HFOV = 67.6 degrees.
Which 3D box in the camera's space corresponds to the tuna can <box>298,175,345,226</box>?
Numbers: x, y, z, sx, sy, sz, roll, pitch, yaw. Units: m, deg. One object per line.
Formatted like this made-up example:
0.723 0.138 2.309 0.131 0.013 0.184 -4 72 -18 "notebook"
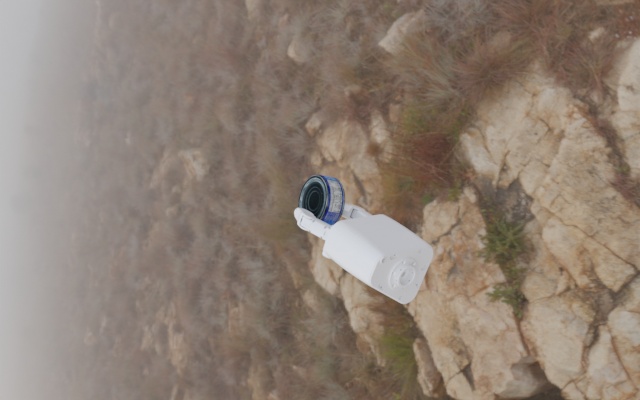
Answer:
0.000 0.002 0.761 0.034 0.086 0.086 10 -6 -34 "tuna can"
